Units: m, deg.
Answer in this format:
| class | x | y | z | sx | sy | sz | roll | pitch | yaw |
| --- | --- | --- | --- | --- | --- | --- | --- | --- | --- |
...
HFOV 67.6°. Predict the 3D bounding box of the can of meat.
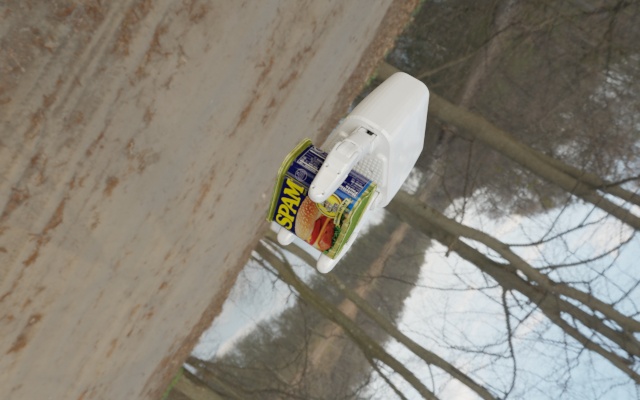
| class | x | y | z | sx | sy | sz | roll | pitch | yaw |
| --- | --- | --- | --- | --- | --- | --- | --- | --- | --- |
| can of meat | 0.000 | 0.002 | 0.483 | 0.084 | 0.102 | 0.057 | 32 | 48 | 10 |
